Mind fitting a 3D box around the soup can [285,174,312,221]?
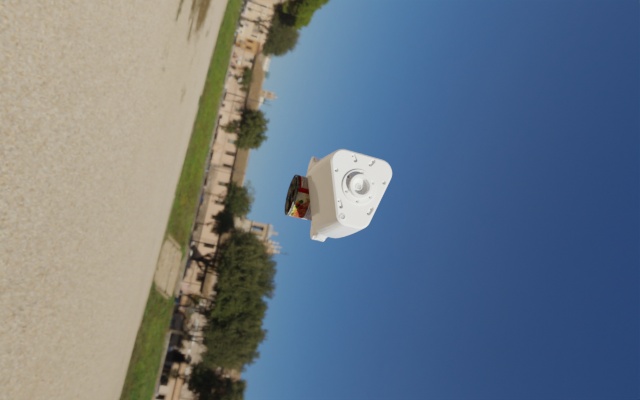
[{"bbox_3d":[0.000,0.003,0.775,0.102,0.068,0.068,14,-4,-14],"label":"soup can"}]
